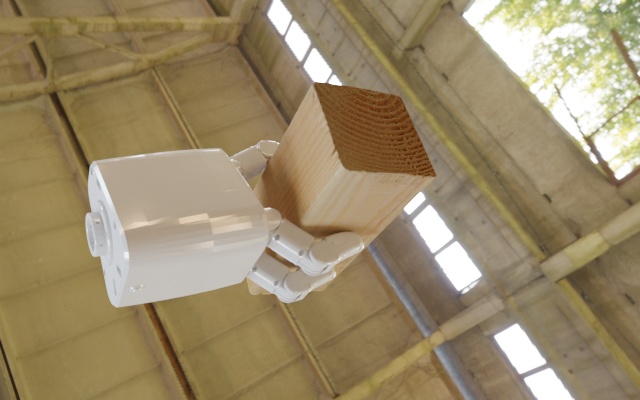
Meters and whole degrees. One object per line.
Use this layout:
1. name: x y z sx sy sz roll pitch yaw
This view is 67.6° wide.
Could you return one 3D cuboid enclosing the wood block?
1. wood block: 0.000 0.001 0.444 0.090 0.090 0.206 2 -35 -29
